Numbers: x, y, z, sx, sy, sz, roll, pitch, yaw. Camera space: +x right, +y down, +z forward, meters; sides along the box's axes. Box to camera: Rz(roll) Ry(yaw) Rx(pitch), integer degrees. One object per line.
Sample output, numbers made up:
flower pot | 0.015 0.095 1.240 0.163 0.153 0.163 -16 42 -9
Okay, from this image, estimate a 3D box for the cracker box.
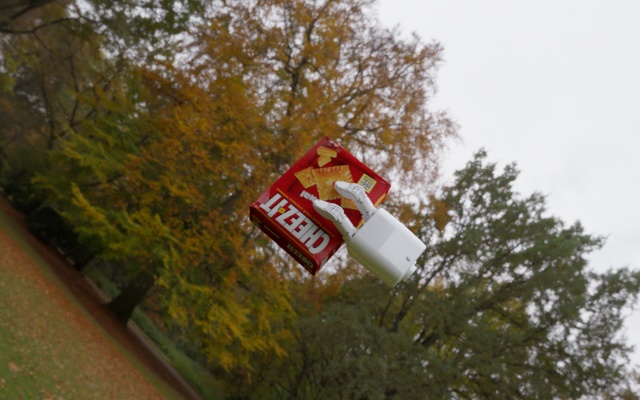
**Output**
cracker box | 0.000 0.003 0.881 0.164 0.213 0.072 39 -24 12
